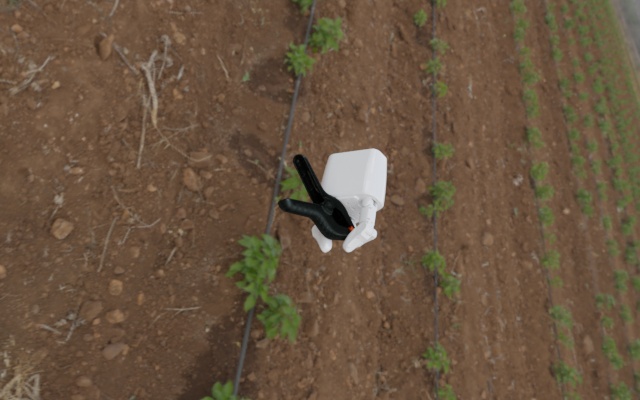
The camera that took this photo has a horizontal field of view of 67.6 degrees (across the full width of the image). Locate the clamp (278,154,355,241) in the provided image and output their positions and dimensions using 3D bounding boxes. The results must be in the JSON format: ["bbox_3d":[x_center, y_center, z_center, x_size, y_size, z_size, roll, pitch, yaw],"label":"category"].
[{"bbox_3d":[0.001,0.003,0.801,0.039,0.120,0.171,-18,-43,37],"label":"clamp"}]
